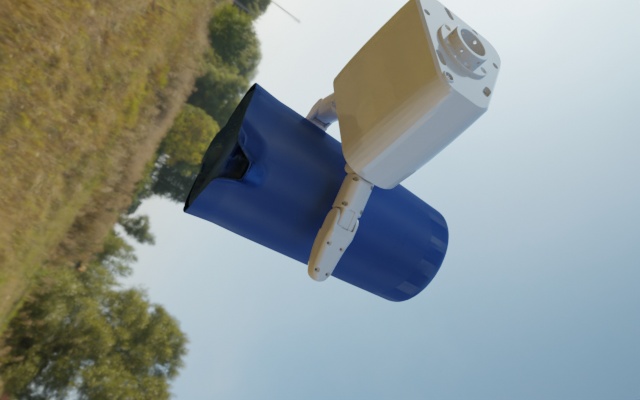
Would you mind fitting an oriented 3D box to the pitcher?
[{"bbox_3d":[0.000,0.002,0.477,0.243,0.149,0.145,30,-42,-19],"label":"pitcher"}]
